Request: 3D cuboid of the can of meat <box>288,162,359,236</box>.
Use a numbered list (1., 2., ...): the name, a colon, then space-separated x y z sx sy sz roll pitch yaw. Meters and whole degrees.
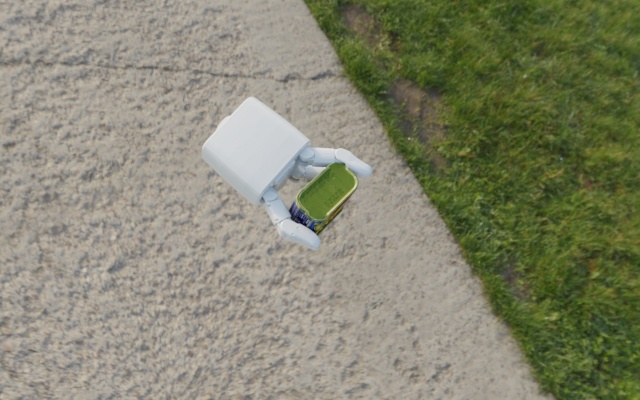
1. can of meat: 0.000 0.002 0.673 0.102 0.057 0.084 -44 -6 -28
